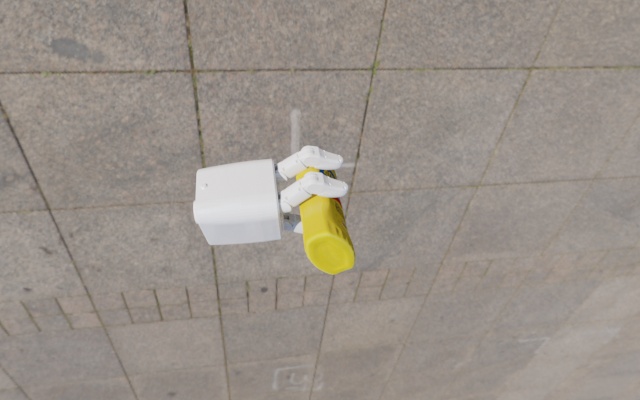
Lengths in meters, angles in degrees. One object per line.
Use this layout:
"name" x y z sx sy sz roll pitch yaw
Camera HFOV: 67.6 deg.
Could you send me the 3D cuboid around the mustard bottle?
"mustard bottle" 0.000 0.002 0.671 0.058 0.191 0.096 -23 -43 13
